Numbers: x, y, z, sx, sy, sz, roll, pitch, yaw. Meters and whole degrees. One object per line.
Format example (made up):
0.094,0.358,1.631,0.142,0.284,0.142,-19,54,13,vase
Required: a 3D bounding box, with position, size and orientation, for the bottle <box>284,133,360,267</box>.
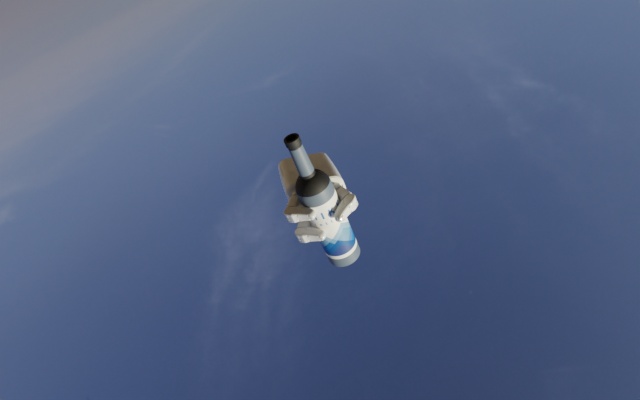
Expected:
0.000,0.003,0.872,0.069,0.296,0.069,-15,39,12,bottle
